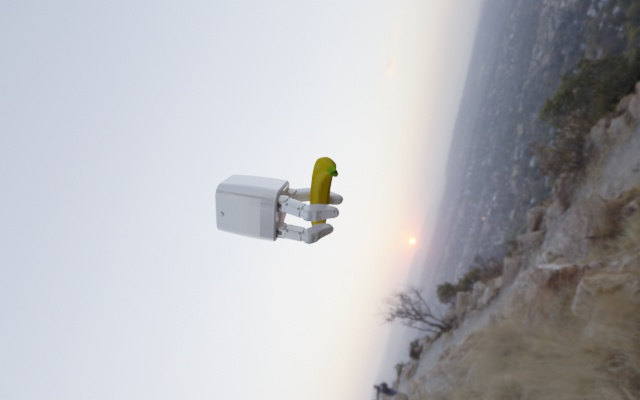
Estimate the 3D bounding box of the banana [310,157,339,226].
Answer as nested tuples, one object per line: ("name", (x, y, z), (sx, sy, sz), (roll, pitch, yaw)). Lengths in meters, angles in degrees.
("banana", (0.001, -0.015, 0.810), (0.037, 0.069, 0.198), (4, -34, -4))
